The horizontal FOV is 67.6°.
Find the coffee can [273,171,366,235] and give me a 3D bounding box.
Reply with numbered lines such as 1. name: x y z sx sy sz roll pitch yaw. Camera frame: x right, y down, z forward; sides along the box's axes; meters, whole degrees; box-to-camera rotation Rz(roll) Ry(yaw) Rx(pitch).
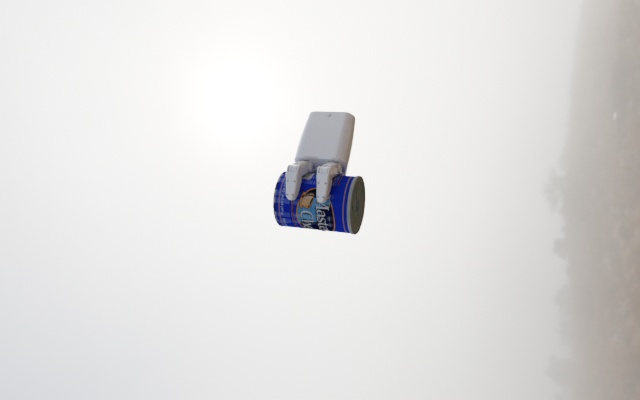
1. coffee can: 0.000 0.003 0.848 0.140 0.103 0.103 5 1 18
